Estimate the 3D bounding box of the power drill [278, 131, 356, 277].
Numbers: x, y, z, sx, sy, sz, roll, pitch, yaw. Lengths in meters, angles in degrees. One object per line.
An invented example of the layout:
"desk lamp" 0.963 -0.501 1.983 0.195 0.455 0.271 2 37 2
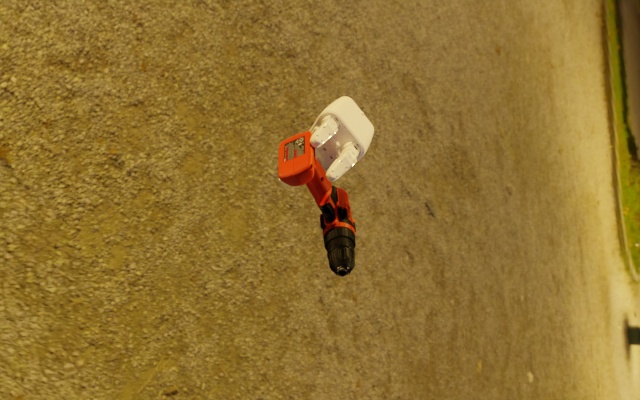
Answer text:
"power drill" 0.000 0.002 0.736 0.057 0.188 0.184 -21 38 12
